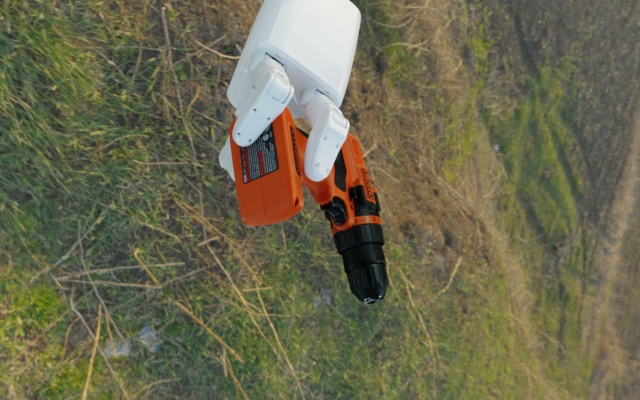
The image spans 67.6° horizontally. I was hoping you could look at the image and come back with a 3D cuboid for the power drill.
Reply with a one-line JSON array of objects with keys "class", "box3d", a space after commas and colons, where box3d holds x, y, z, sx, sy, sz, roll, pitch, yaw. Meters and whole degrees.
[{"class": "power drill", "box3d": [0.000, 0.001, 0.443, 0.057, 0.184, 0.188, -22, -23, 23]}]
